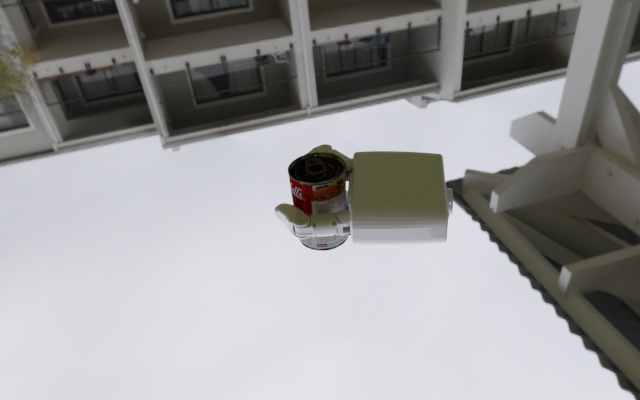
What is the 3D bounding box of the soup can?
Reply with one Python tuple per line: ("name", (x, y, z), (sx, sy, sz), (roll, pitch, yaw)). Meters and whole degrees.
("soup can", (0.000, 0.002, 0.582), (0.068, 0.102, 0.068), (-4, 36, 3))
